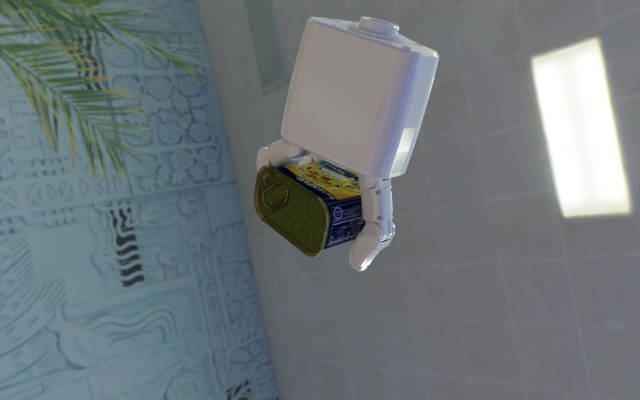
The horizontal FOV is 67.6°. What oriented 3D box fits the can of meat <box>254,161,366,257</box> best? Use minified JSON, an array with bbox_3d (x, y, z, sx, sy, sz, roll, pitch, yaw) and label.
[{"bbox_3d":[0.000,0.002,0.458,0.084,0.057,0.102,-13,34,-41],"label":"can of meat"}]
